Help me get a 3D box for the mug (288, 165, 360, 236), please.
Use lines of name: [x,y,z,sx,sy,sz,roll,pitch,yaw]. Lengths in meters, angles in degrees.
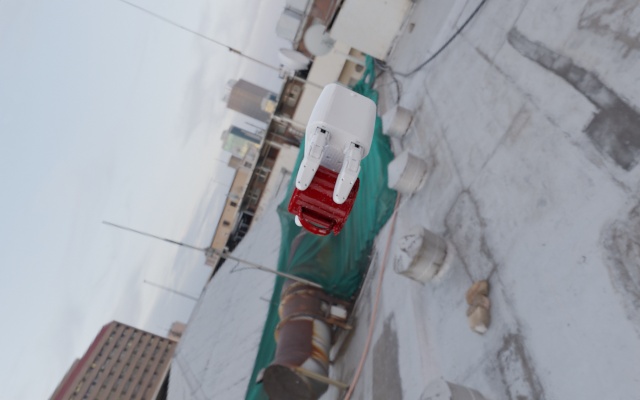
mug: [0.000,0.003,0.698,0.081,0.117,0.093,22,-42,-6]
